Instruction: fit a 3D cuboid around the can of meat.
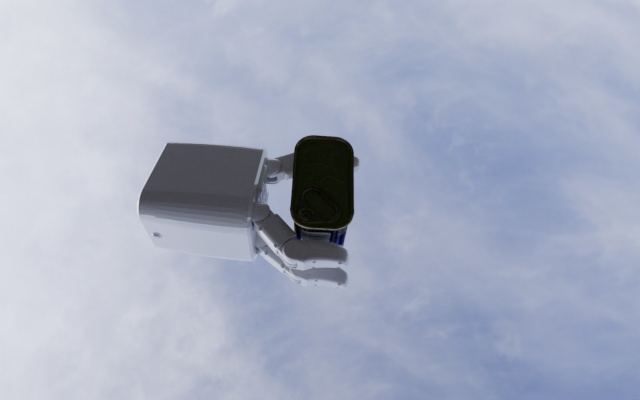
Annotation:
[{"bbox_3d":[0.000,0.002,0.474,0.057,0.102,0.084,3,-31,-2],"label":"can of meat"}]
